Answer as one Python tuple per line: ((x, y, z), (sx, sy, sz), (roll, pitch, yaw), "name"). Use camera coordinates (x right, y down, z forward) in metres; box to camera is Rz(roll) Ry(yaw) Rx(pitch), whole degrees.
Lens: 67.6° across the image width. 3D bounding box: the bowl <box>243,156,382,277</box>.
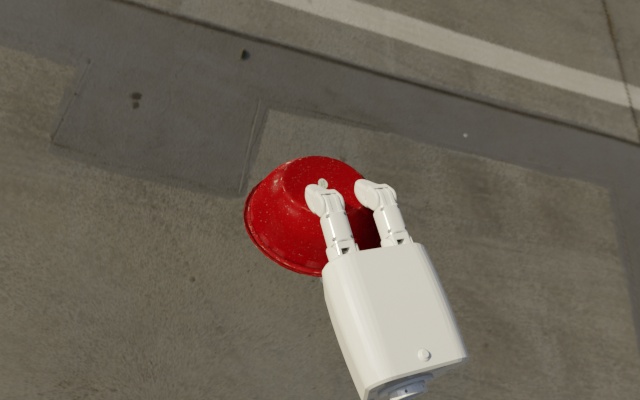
((-0.001, 0.000, 0.515), (0.162, 0.162, 0.055), (0, -45, -15), "bowl")
